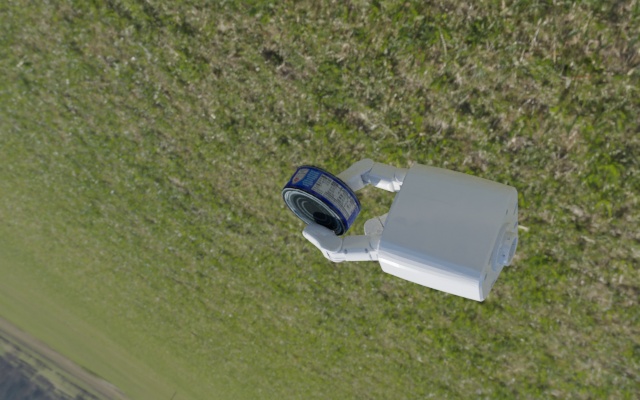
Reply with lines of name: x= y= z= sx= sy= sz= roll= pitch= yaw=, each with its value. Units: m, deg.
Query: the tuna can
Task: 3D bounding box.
tuna can: x=0.000 y=0.002 z=0.528 sx=0.086 sy=0.033 sz=0.086 roll=29 pitch=-23 yaw=14
